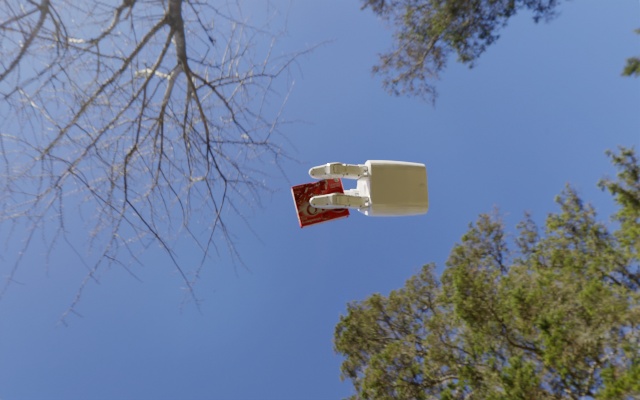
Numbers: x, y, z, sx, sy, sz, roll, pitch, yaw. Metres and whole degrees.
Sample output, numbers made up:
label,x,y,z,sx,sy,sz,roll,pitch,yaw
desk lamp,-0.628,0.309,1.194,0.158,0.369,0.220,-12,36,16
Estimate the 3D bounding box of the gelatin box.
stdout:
label,x,y,z,sx,sy,sz,roll,pitch,yaw
gelatin box,0.000,0.003,0.835,0.089,0.073,0.030,-13,-9,-6
